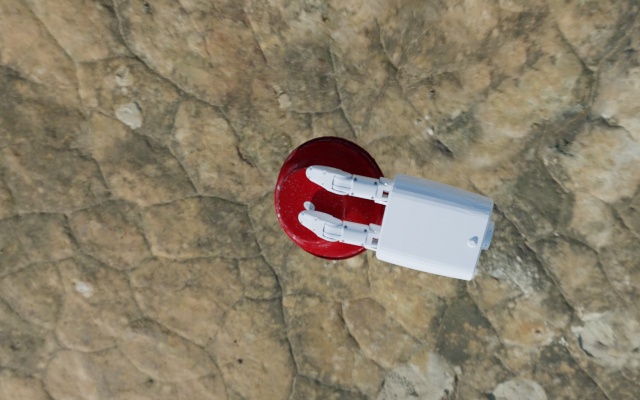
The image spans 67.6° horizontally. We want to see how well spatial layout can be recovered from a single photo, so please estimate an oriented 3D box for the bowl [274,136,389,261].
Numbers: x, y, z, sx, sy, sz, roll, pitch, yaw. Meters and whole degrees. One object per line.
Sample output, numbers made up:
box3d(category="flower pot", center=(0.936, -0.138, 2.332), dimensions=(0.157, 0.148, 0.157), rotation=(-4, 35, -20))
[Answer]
box3d(category="bowl", center=(-0.001, 0.002, 0.592), dimensions=(0.162, 0.162, 0.055), rotation=(0, 8, 27))
